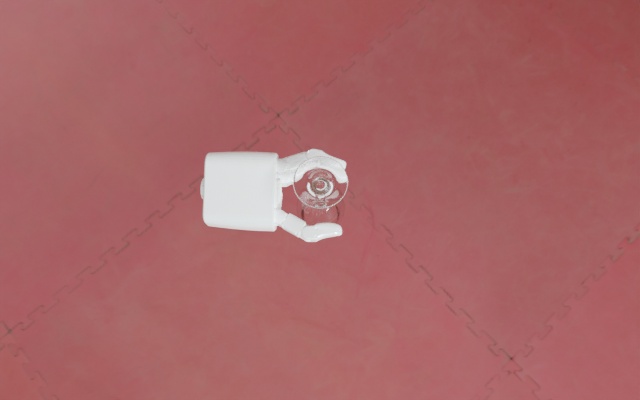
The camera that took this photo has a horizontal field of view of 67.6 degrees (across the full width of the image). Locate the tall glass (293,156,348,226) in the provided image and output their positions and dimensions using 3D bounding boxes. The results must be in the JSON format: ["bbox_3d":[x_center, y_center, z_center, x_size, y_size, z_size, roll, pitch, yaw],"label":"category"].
[{"bbox_3d":[0.000,0.002,0.735,0.079,0.079,0.201,0,-16,0],"label":"tall glass"}]
